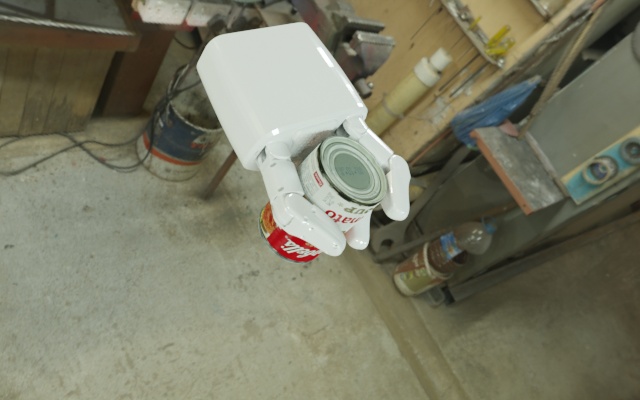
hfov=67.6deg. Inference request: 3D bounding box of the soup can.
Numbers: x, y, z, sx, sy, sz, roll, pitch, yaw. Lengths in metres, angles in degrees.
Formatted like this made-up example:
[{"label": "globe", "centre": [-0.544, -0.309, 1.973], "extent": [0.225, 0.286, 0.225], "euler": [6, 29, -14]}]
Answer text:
[{"label": "soup can", "centre": [0.000, 0.002, 0.406], "extent": [0.068, 0.068, 0.102], "euler": [0, -32, -39]}]
